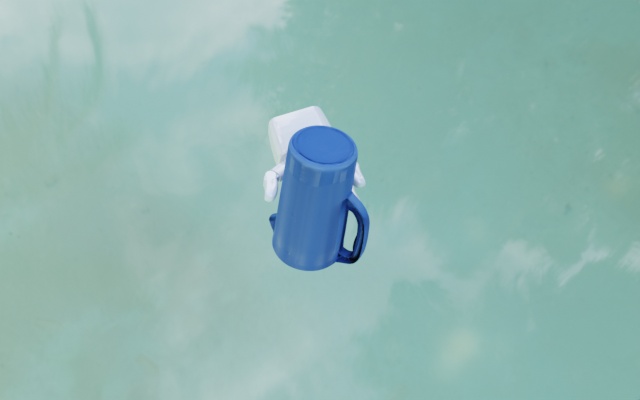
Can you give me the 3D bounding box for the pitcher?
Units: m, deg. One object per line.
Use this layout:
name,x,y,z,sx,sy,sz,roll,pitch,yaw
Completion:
pitcher,0.000,0.002,0.803,0.149,0.145,0.243,-5,-42,-15
